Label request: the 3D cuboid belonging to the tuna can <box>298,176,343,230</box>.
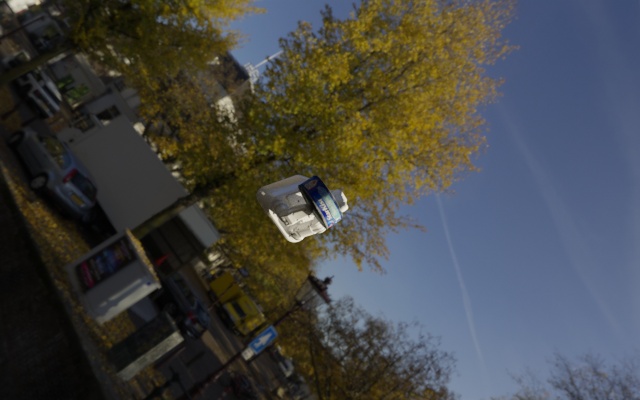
[{"bbox_3d":[0.001,0.002,0.778,0.034,0.086,0.086,-33,5,-8],"label":"tuna can"}]
